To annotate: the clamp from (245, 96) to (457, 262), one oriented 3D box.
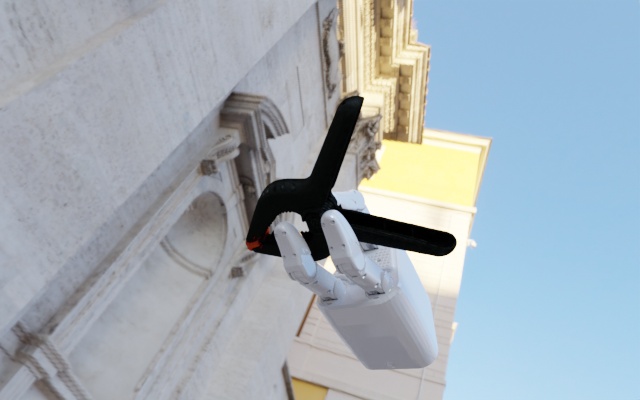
[{"bbox_3d":[0.000,0.001,0.450,0.210,0.165,0.036,-15,26,34],"label":"clamp"}]
